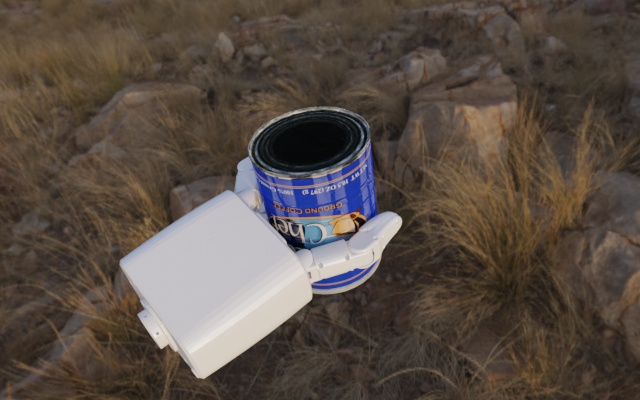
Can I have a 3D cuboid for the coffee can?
[{"bbox_3d":[0.000,0.001,0.436,0.103,0.140,0.102,-6,40,5],"label":"coffee can"}]
